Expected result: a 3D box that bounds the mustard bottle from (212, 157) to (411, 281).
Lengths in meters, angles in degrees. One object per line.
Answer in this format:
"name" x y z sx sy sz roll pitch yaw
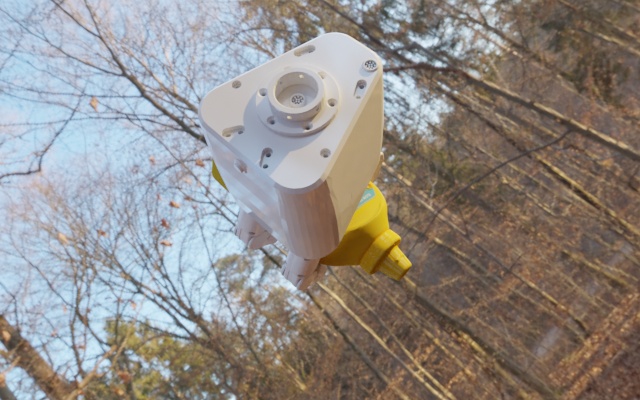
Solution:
"mustard bottle" 0.000 0.001 0.422 0.191 0.058 0.096 39 49 19
